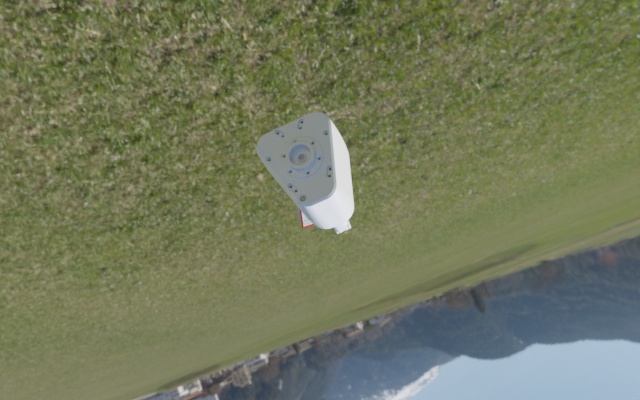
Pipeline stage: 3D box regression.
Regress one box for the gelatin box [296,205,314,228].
[{"bbox_3d":[0.000,0.003,0.715,0.073,0.030,0.089,-20,-24,-7],"label":"gelatin box"}]
